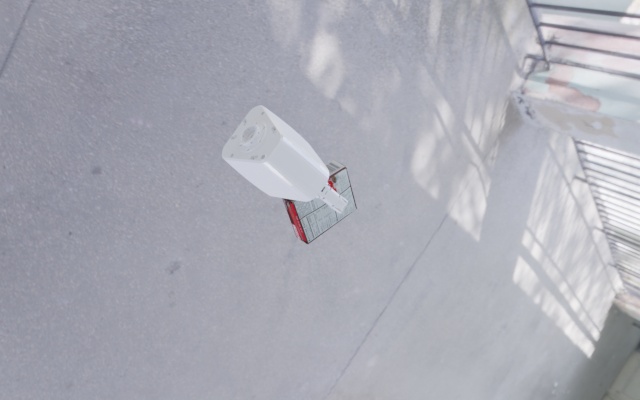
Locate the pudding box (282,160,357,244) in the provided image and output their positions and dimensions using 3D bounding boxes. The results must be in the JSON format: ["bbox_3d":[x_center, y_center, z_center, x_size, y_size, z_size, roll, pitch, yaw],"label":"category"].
[{"bbox_3d":[0.000,0.003,0.765,0.113,0.090,0.039,-33,39,-22],"label":"pudding box"}]
